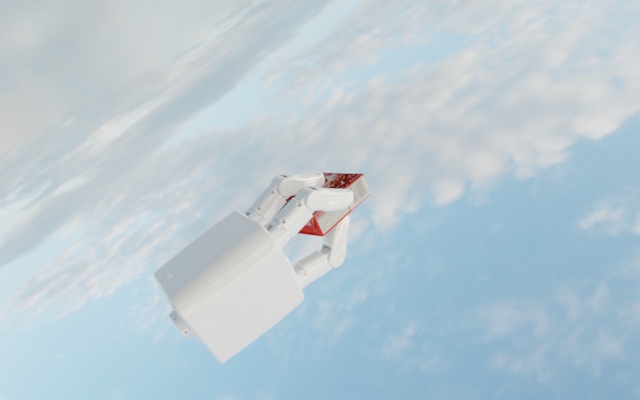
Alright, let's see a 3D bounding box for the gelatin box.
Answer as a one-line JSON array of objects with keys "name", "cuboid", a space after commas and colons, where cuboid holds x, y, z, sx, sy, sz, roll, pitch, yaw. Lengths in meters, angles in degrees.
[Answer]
[{"name": "gelatin box", "cuboid": [0.000, 0.002, 0.531, 0.073, 0.030, 0.089, 5, 36, 49]}]
